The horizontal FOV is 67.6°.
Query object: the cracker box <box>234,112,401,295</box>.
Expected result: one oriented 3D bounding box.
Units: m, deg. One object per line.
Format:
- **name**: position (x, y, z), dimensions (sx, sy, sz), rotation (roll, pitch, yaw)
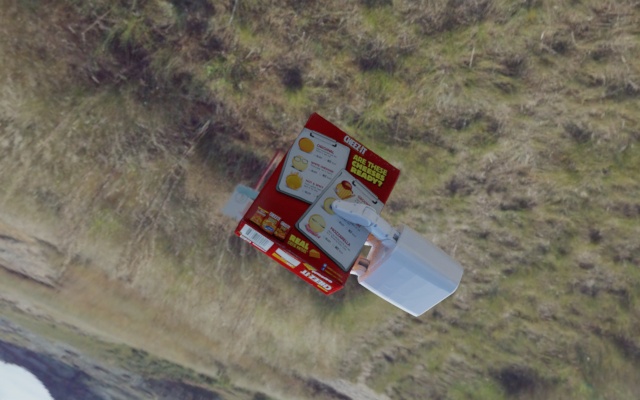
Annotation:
- **cracker box**: position (0.000, 0.002, 0.697), dimensions (0.164, 0.213, 0.072), rotation (34, -30, -6)
